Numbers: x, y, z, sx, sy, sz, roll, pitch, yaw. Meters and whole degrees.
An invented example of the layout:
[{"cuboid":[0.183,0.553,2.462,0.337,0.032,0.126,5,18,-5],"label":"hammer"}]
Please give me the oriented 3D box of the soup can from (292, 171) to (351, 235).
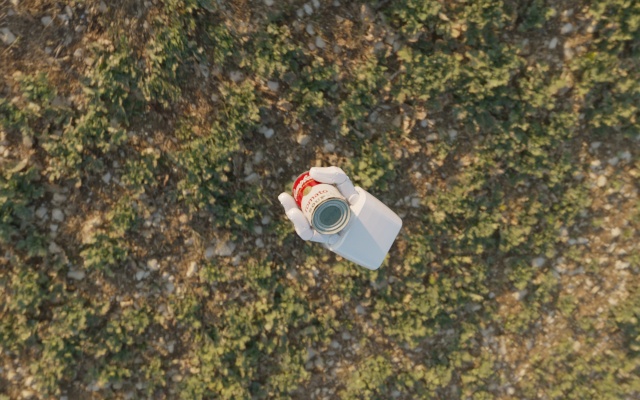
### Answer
[{"cuboid":[0.000,0.002,0.775,0.068,0.068,0.102,0,28,-22],"label":"soup can"}]
